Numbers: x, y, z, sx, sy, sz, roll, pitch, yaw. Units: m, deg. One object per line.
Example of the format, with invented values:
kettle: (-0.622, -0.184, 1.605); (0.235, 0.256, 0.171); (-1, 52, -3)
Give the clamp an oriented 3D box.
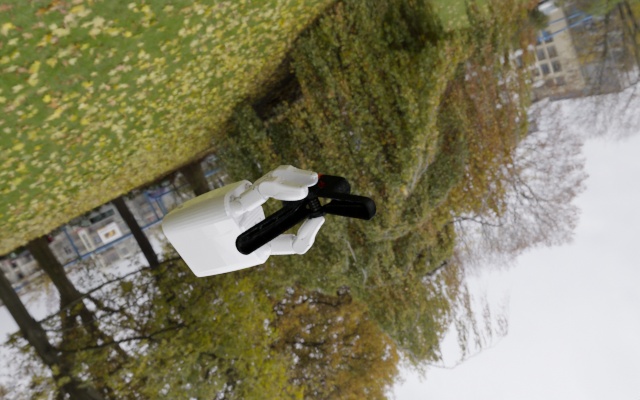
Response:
clamp: (0.000, 0.003, 0.606); (0.164, 0.036, 0.210); (-14, 15, 18)
